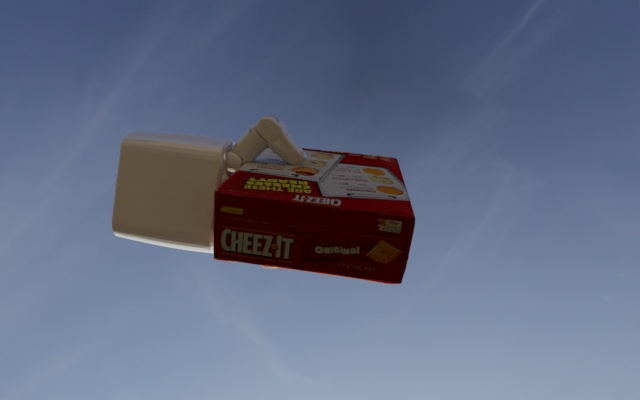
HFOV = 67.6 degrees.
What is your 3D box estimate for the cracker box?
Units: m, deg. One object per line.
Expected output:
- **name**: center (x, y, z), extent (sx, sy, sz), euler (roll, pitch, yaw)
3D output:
- **cracker box**: center (0.000, 0.001, 0.488), extent (0.164, 0.072, 0.213), euler (7, 18, 3)
